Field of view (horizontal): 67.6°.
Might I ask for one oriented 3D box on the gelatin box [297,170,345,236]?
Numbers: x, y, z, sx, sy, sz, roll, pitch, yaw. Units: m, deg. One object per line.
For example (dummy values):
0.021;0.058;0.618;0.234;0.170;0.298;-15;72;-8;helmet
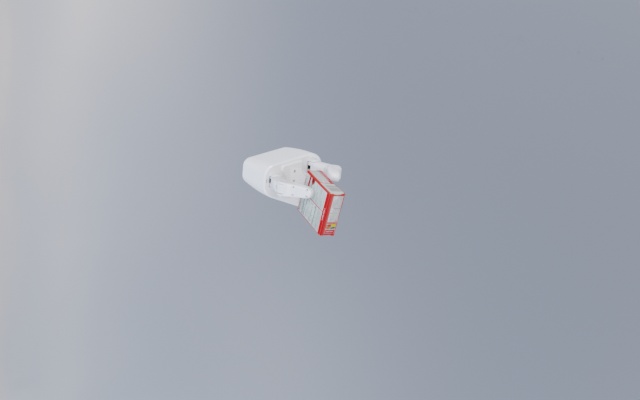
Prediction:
0.000;0.003;0.750;0.030;0.073;0.089;1;27;-28;gelatin box
